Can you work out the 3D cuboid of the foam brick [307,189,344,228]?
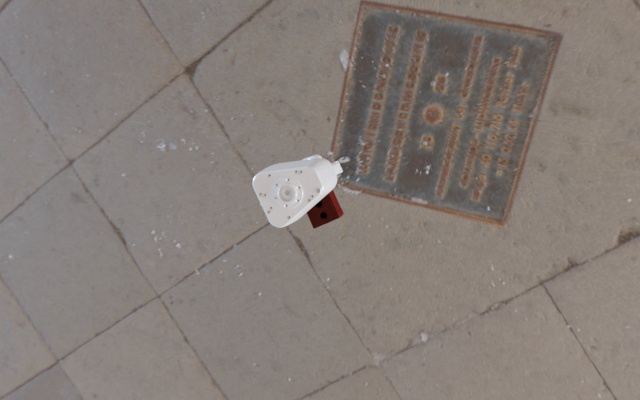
[{"bbox_3d":[0.000,0.003,0.854,0.053,0.078,0.051,-24,4,13],"label":"foam brick"}]
